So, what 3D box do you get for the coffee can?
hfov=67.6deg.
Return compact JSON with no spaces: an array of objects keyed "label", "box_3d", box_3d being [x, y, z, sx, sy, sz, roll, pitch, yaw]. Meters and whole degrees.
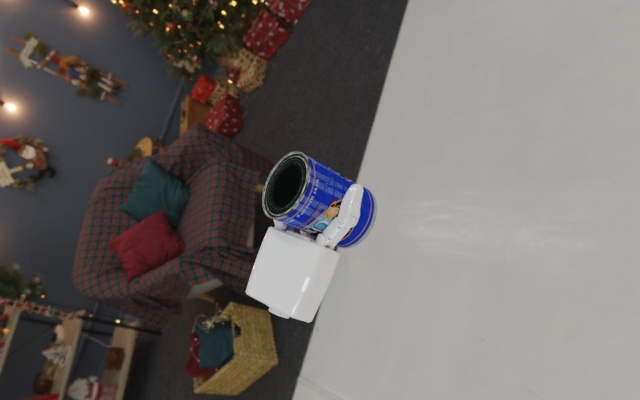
[{"label":"coffee can","box_3d":[0.000,0.002,0.707,0.140,0.102,0.103,26,-16,-37]}]
